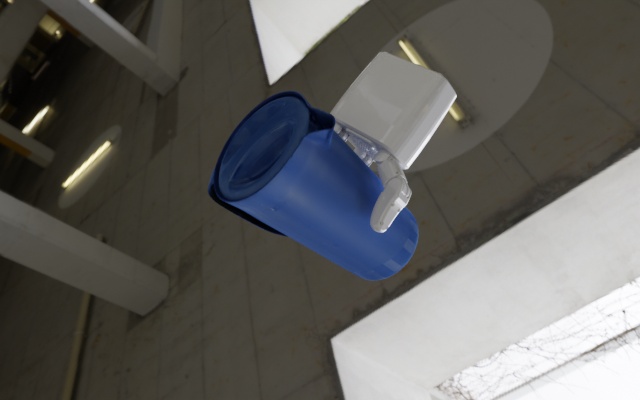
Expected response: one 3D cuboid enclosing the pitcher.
[{"bbox_3d":[0.000,0.002,0.555,0.243,0.145,0.149,38,-3,-37],"label":"pitcher"}]
